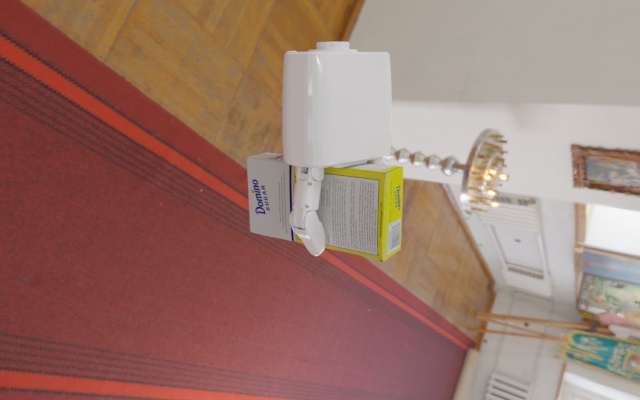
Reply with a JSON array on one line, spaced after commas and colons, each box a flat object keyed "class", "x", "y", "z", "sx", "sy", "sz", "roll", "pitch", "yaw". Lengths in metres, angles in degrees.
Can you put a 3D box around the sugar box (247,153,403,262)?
[{"class": "sugar box", "x": 0.000, "y": 0.001, "z": 0.520, "sx": 0.176, "sy": 0.093, "sz": 0.048, "roll": 11, "pitch": 19, "yaw": 34}]
